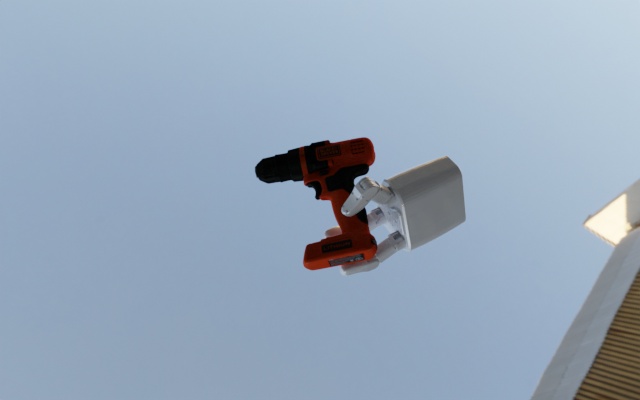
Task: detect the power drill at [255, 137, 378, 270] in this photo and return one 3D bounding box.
[{"bbox_3d":[0.000,0.003,0.697,0.184,0.187,0.057,-11,-21,6],"label":"power drill"}]
